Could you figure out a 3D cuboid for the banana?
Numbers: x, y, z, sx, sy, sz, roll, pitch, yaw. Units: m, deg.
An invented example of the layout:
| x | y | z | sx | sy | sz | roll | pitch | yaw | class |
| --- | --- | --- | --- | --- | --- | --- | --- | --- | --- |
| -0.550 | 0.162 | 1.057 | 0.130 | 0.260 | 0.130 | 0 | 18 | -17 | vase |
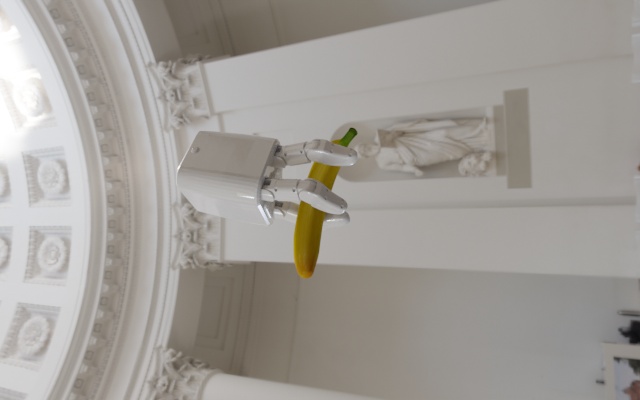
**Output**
| x | y | z | sx | sy | sz | roll | pitch | yaw | class |
| --- | --- | --- | --- | --- | --- | --- | --- | --- | --- |
| -0.004 | 0.002 | 0.603 | 0.037 | 0.197 | 0.069 | 20 | -15 | -12 | banana |
